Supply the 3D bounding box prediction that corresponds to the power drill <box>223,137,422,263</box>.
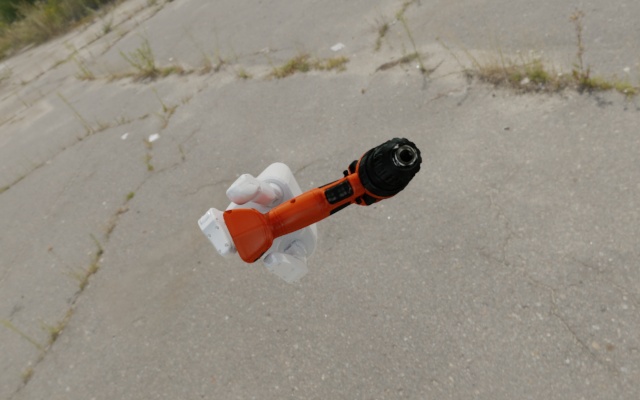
[{"bbox_3d":[0.000,0.002,0.480,0.187,0.057,0.184,-22,-6,-9],"label":"power drill"}]
